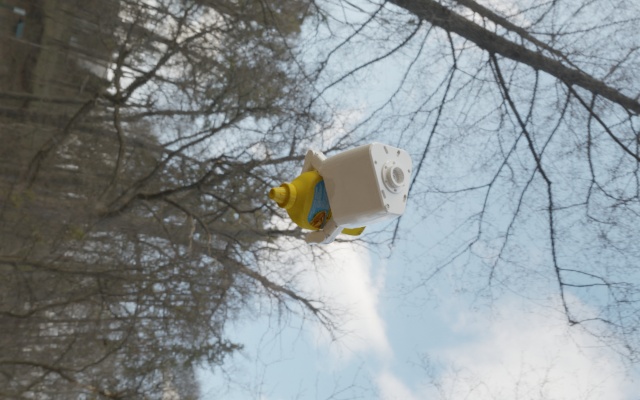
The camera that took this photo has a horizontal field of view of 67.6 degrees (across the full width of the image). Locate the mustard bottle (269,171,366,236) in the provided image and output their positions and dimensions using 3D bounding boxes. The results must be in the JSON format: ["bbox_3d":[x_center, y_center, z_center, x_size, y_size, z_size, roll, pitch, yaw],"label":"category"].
[{"bbox_3d":[0.000,0.003,0.789,0.191,0.096,0.058,10,8,-38],"label":"mustard bottle"}]
